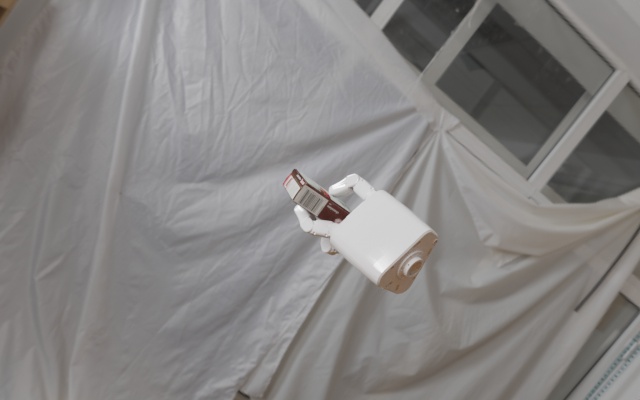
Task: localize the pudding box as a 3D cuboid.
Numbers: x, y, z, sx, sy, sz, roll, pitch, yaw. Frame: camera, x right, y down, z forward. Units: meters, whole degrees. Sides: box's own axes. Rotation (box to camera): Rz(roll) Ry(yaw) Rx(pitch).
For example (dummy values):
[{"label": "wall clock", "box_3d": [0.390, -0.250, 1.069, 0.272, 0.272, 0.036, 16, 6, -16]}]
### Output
[{"label": "pudding box", "box_3d": [0.000, 0.002, 0.763, 0.113, 0.039, 0.090, 36, 5, -23]}]
